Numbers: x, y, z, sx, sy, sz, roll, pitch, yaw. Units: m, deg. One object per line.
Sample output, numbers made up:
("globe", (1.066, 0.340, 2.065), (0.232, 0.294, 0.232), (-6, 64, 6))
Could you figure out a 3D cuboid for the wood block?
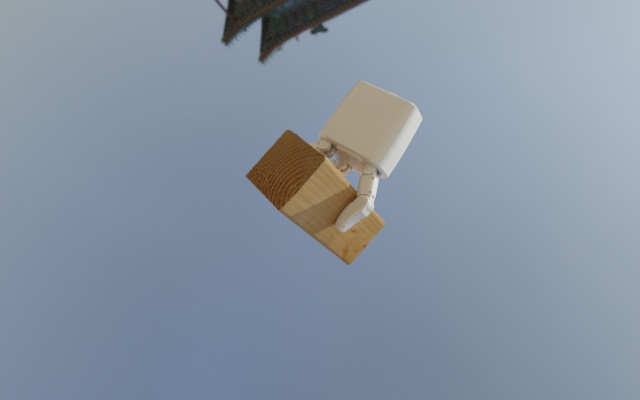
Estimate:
("wood block", (0.001, 0.002, 0.691), (0.090, 0.090, 0.206), (41, -1, 40))
